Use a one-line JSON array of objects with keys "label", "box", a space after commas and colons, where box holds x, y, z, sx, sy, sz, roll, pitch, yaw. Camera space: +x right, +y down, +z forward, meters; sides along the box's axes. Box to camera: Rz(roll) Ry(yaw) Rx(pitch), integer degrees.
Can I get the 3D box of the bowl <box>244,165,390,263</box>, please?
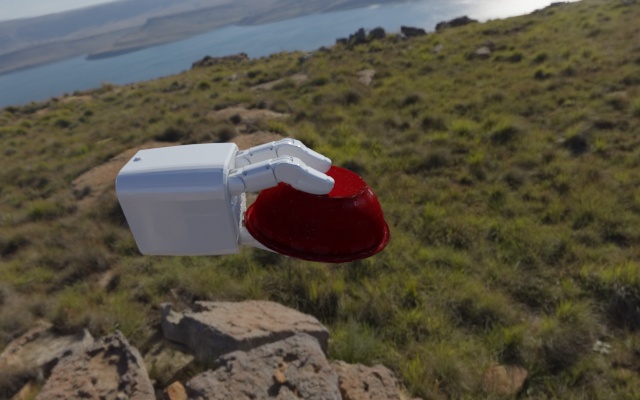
[{"label": "bowl", "box": [0.001, 0.001, 0.516, 0.162, 0.055, 0.162, 7, 25, -3]}]
